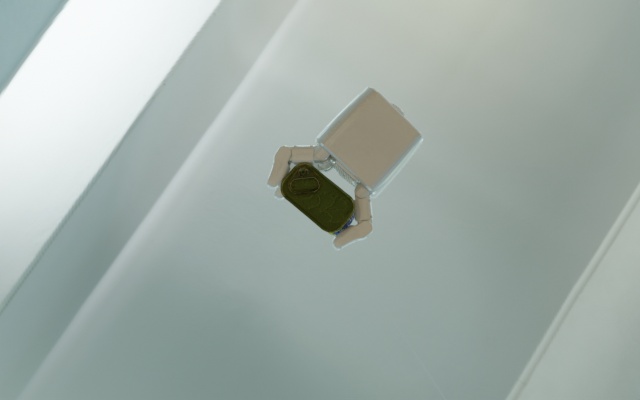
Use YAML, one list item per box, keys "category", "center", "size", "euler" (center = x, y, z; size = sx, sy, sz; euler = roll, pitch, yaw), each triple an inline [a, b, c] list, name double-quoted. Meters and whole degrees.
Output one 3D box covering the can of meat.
- category: "can of meat"
  center: [0.000, 0.002, 0.663]
  size: [0.102, 0.057, 0.084]
  euler: [39, -3, 11]
